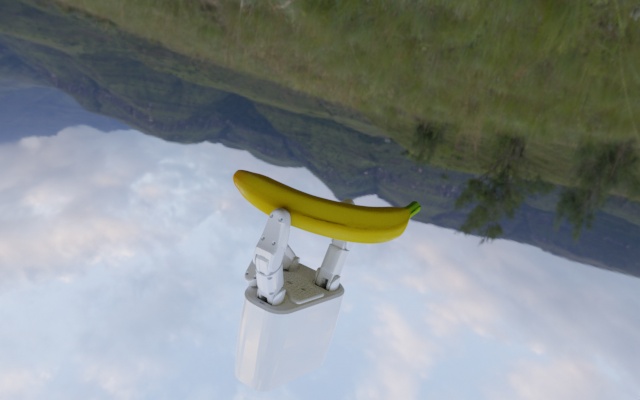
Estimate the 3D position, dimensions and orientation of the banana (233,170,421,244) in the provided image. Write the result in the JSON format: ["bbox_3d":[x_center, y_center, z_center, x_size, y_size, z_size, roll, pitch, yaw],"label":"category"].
[{"bbox_3d":[0.002,0.009,0.475,0.198,0.037,0.069,12,22,1],"label":"banana"}]
